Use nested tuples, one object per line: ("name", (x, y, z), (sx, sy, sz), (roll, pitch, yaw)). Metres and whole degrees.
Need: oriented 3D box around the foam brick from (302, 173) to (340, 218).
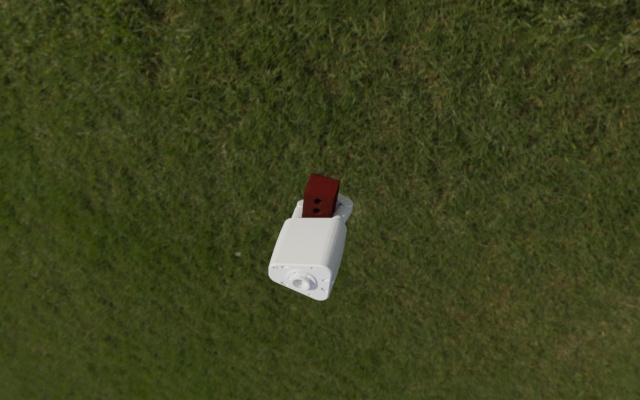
("foam brick", (0.000, 0.002, 0.827), (0.053, 0.078, 0.051), (13, 43, 7))
